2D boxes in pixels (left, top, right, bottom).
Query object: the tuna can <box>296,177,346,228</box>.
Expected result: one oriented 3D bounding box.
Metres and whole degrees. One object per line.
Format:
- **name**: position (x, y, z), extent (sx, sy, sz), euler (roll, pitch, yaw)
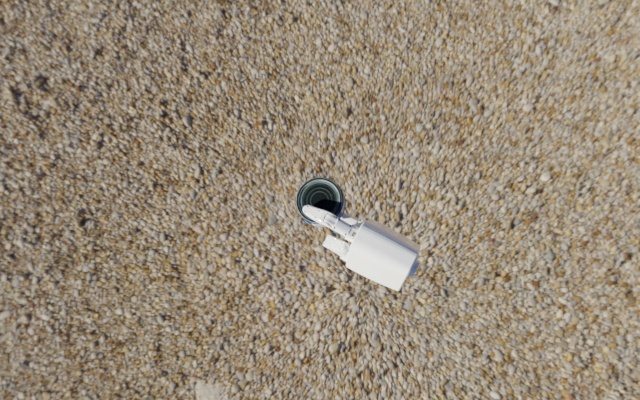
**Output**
- **tuna can**: position (0.000, 0.003, 0.840), extent (0.086, 0.086, 0.034), euler (0, -13, 10)
